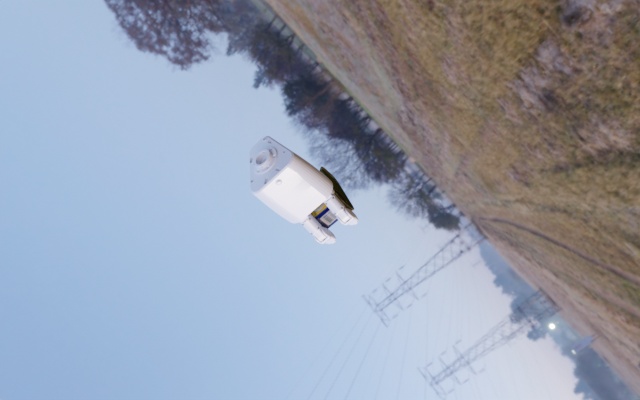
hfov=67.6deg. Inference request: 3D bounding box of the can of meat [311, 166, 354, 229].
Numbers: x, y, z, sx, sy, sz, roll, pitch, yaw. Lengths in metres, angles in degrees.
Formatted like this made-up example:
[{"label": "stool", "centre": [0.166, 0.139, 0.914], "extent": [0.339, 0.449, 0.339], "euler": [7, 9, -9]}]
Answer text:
[{"label": "can of meat", "centre": [0.000, 0.003, 0.866], "extent": [0.084, 0.102, 0.057], "euler": [-40, -43, 12]}]
